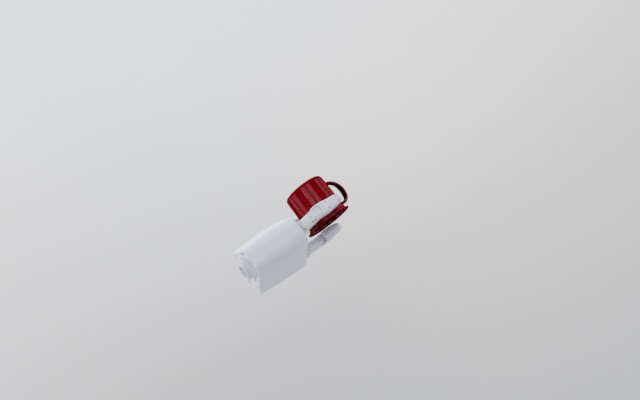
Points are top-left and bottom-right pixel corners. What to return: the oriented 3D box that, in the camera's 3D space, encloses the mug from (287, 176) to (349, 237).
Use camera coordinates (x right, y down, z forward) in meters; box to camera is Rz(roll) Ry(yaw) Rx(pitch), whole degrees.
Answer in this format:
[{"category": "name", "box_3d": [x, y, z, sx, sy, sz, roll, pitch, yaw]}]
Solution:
[{"category": "mug", "box_3d": [0.001, 0.002, 0.892, 0.117, 0.081, 0.093, -33, -10, -28]}]
